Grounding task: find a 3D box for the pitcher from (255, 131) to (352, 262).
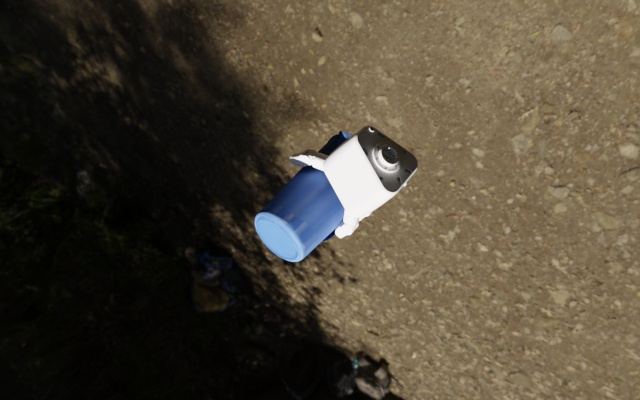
[{"bbox_3d":[0.000,0.003,0.867,0.242,0.149,0.145,-45,7,-33],"label":"pitcher"}]
